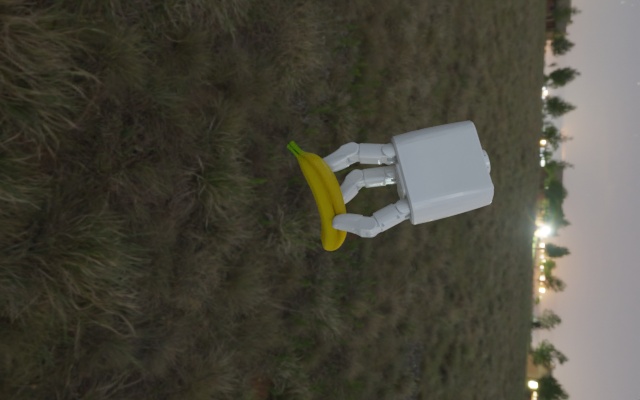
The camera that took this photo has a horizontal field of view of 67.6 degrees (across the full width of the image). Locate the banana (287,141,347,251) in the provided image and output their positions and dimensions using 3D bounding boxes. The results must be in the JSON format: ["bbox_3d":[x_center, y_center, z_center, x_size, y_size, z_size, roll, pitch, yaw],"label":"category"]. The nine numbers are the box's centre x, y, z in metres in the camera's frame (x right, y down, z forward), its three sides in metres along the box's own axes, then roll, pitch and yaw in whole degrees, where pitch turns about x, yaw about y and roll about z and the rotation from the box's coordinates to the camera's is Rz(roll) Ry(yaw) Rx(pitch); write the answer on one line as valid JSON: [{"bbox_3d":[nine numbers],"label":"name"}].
[{"bbox_3d":[0.008,0.008,0.655,0.037,0.198,0.069,-29,38,-16],"label":"banana"}]
